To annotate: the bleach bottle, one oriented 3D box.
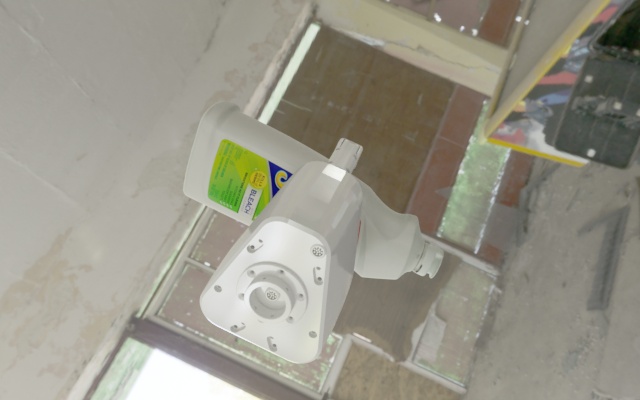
[{"bbox_3d":[0.000,0.002,0.456,0.251,0.103,0.068,25,26,3],"label":"bleach bottle"}]
